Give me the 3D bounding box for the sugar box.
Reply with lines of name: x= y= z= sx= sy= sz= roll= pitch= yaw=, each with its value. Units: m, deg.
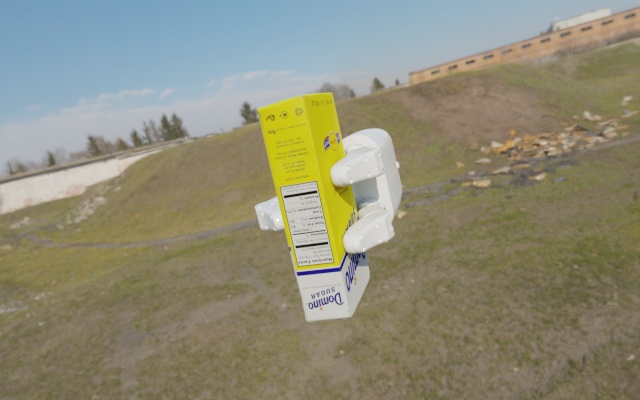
sugar box: x=0.001 y=0.001 z=0.403 sx=0.048 sy=0.176 sz=0.093 roll=-12 pitch=11 yaw=19
